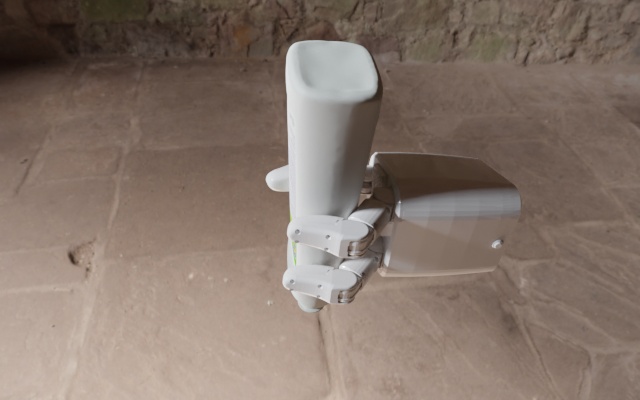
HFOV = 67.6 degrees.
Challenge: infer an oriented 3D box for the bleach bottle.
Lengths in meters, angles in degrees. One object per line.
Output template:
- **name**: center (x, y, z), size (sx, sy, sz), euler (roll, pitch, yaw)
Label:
- **bleach bottle**: center (0.000, 0.001, 0.417), size (0.068, 0.251, 0.102), euler (1, 39, -6)
